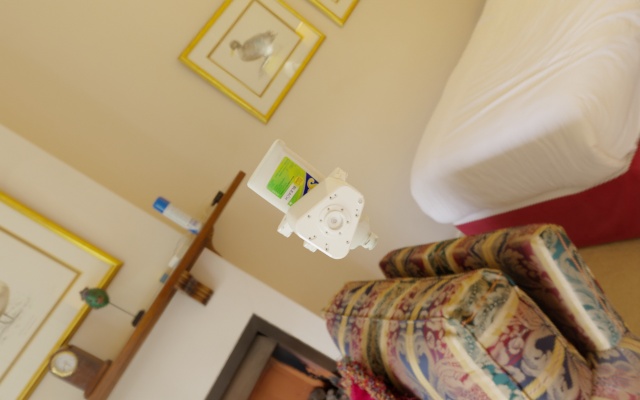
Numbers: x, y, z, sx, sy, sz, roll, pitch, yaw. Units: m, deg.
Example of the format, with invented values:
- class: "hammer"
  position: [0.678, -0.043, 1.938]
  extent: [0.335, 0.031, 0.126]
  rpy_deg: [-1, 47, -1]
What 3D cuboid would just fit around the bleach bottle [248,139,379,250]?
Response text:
- class: "bleach bottle"
  position: [0.000, 0.003, 0.848]
  extent: [0.251, 0.102, 0.068]
  rpy_deg: [34, -1, -12]
